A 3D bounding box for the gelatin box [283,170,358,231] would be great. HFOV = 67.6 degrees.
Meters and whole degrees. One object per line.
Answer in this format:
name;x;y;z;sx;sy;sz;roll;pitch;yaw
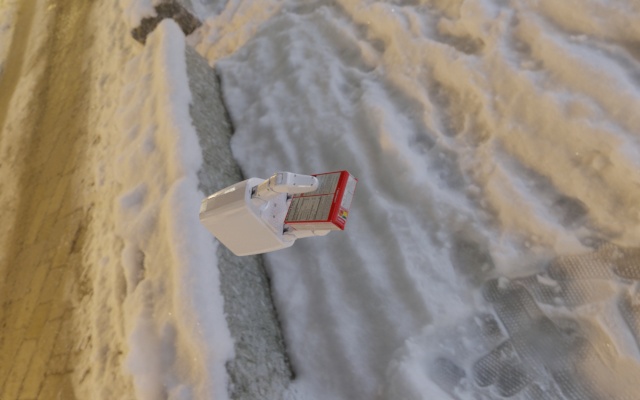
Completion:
gelatin box;0.000;0.002;0.631;0.089;0.073;0.030;-5;-30;43
